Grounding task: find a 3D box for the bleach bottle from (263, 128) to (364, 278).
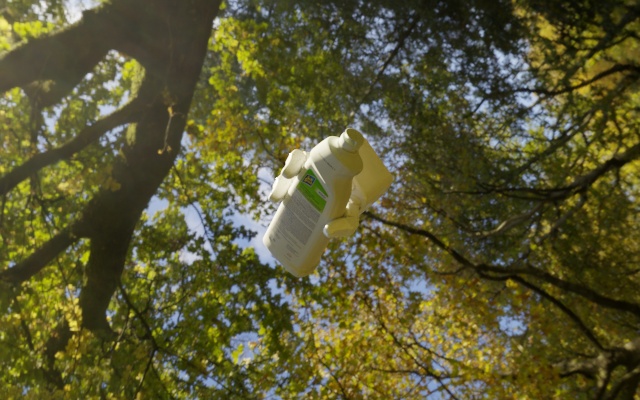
[{"bbox_3d":[0.000,0.002,0.714,0.102,0.251,0.068,43,39,14],"label":"bleach bottle"}]
